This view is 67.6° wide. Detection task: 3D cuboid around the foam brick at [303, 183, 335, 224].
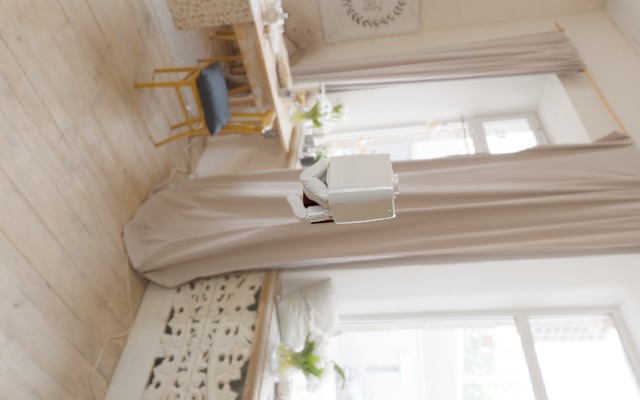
[{"bbox_3d":[0.000,0.003,0.881,0.051,0.053,0.078,-5,-29,8],"label":"foam brick"}]
